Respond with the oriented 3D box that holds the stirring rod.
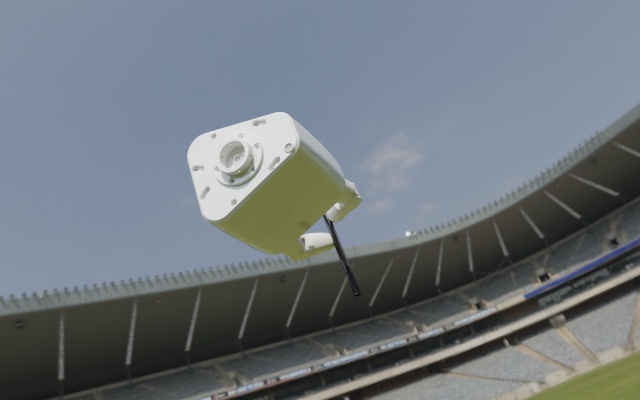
[{"bbox_3d":[0.000,0.002,0.566,0.011,0.239,0.011,-17,-27,-9],"label":"stirring rod"}]
